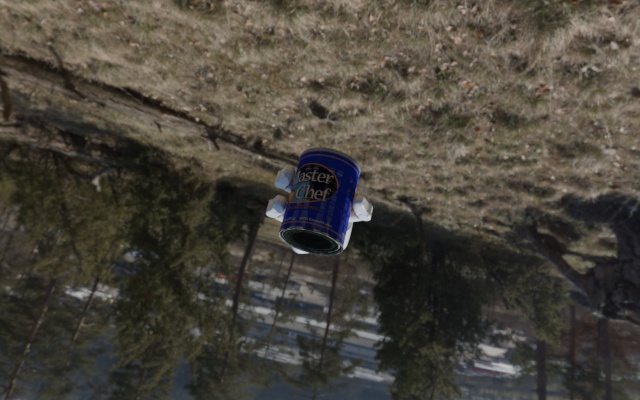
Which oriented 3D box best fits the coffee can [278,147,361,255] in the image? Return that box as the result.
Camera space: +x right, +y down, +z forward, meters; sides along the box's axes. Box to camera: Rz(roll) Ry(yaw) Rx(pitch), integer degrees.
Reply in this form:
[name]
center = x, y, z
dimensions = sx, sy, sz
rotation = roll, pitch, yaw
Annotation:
[coffee can]
center = 0.000, 0.002, 0.754
dimensions = 0.103, 0.140, 0.103
rotation = 12, -24, 5
